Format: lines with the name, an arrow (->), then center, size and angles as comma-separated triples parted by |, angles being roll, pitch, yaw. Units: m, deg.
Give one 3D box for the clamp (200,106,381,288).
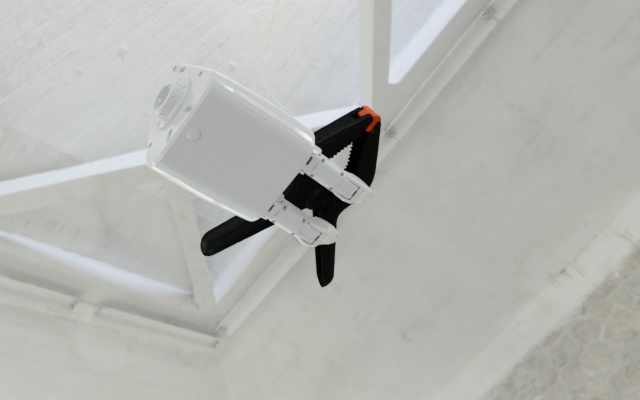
clamp -> 0.000, 0.001, 0.492 | 0.165, 0.210, 0.036 | 30, 16, -38
